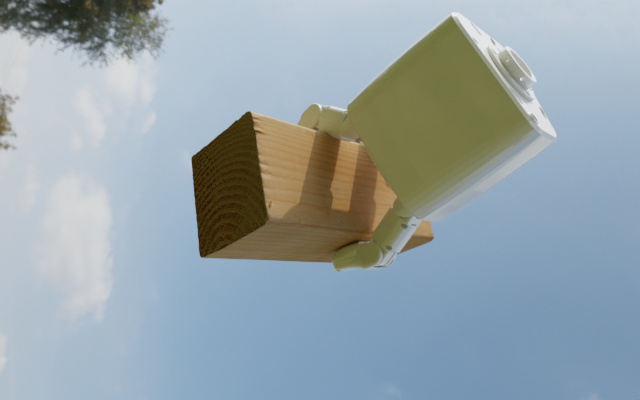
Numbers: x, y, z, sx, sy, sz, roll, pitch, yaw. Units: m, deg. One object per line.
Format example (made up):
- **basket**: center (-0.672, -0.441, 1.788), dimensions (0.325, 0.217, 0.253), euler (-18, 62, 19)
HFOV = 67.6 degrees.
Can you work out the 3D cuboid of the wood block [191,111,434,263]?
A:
- **wood block**: center (0.000, 0.002, 0.430), dimensions (0.206, 0.090, 0.090), euler (9, -27, -44)
